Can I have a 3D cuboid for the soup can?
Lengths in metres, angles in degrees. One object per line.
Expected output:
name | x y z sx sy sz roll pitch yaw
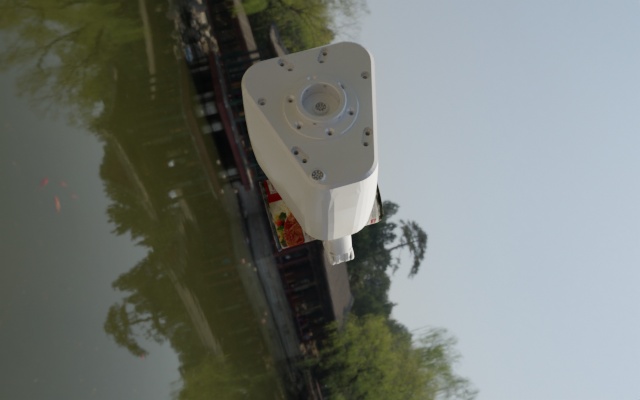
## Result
soup can | 0.000 0.002 0.452 0.102 0.068 0.068 -16 1 -5
